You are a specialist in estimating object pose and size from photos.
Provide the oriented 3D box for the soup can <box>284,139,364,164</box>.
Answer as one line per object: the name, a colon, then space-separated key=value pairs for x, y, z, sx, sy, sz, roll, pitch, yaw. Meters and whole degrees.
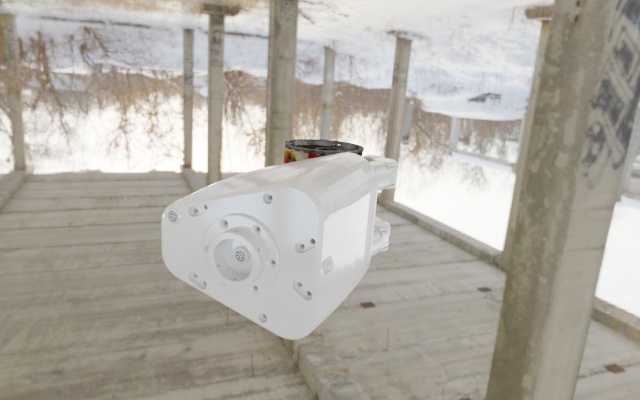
soup can: x=0.000 y=0.002 z=0.419 sx=0.068 sy=0.102 sz=0.068 roll=4 pitch=14 yaw=-1
